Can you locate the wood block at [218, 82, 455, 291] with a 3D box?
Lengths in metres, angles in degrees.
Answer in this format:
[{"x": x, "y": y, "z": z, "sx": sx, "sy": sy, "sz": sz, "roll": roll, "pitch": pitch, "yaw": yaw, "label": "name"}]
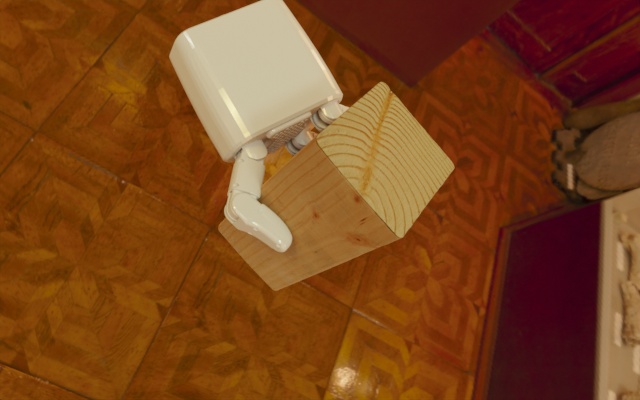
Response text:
[{"x": 0.000, "y": 0.001, "z": 0.419, "sx": 0.090, "sy": 0.090, "sz": 0.206, "roll": -45, "pitch": 6, "yaw": -35, "label": "wood block"}]
